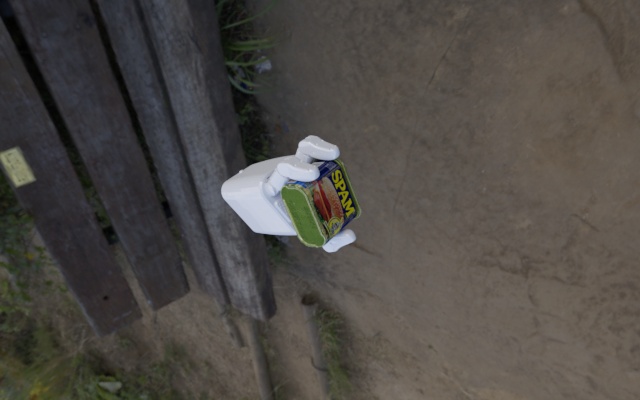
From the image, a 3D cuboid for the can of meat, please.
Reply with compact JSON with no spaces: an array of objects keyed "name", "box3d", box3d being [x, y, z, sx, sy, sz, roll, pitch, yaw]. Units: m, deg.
[{"name":"can of meat","box3d":[0.000,0.002,0.658,0.057,0.102,0.084,0,30,44]}]
